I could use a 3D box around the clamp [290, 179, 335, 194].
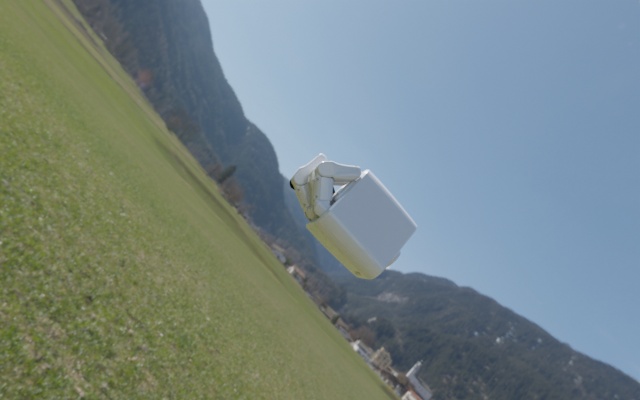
[{"bbox_3d":[0.001,0.002,0.742,0.039,0.120,0.171,-41,2,-9],"label":"clamp"}]
